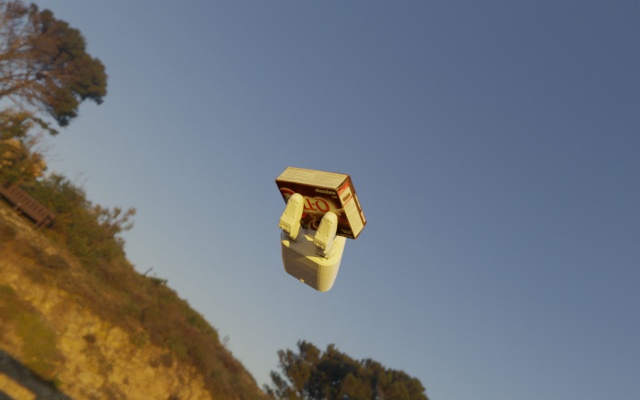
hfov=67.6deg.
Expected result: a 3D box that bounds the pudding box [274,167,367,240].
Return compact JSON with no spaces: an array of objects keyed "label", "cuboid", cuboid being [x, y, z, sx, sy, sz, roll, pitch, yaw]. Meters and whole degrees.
[{"label":"pudding box","cuboid":[0.000,0.002,0.664,0.113,0.090,0.039,8,46,37]}]
